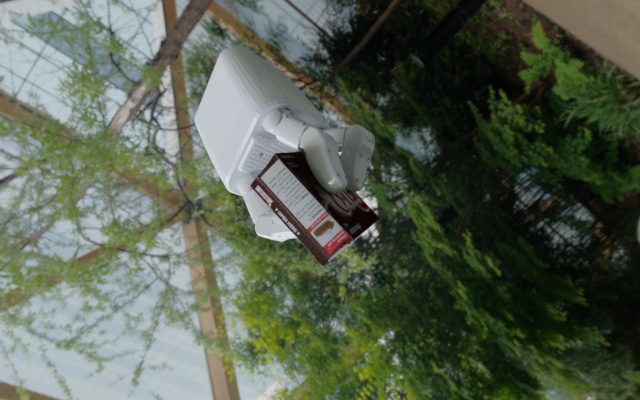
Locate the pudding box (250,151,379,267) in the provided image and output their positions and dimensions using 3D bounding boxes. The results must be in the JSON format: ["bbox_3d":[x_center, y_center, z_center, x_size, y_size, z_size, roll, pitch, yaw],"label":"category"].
[{"bbox_3d":[0.000,0.001,0.411,0.039,0.090,0.113,-46,-7,19],"label":"pudding box"}]
